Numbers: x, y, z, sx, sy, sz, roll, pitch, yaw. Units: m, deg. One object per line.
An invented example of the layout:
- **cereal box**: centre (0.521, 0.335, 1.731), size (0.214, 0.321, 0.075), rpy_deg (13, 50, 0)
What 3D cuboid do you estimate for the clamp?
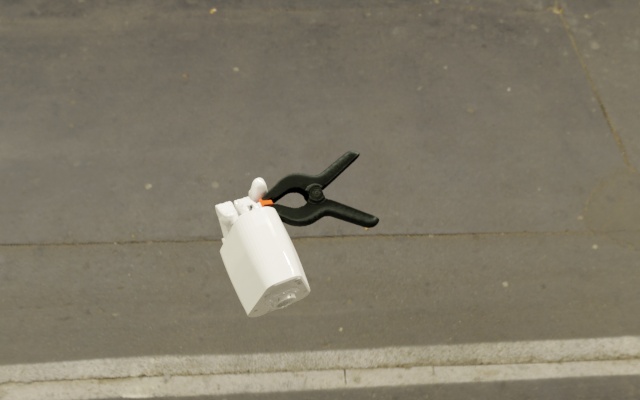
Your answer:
- **clamp**: centre (0.000, 0.002, 0.683), size (0.171, 0.120, 0.039), rpy_deg (-20, -22, -14)
